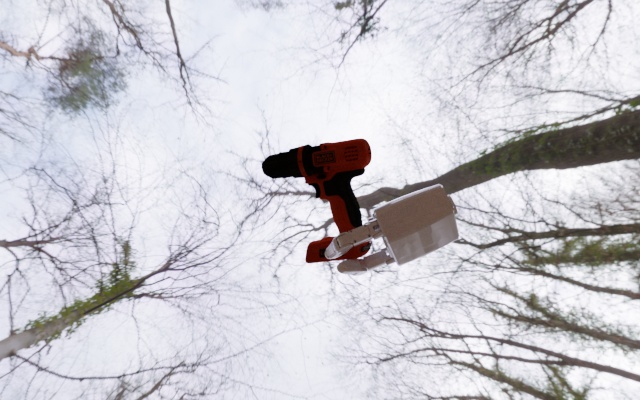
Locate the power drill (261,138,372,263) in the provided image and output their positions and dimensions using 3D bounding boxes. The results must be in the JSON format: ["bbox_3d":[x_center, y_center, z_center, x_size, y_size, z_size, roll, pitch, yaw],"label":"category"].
[{"bbox_3d":[0.000,0.003,0.760,0.184,0.187,0.057,-8,4,22],"label":"power drill"}]
